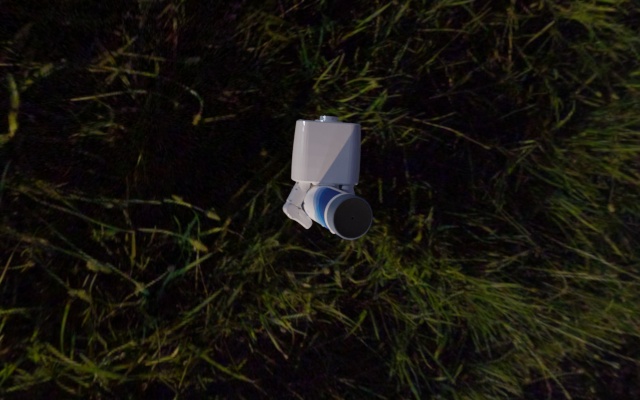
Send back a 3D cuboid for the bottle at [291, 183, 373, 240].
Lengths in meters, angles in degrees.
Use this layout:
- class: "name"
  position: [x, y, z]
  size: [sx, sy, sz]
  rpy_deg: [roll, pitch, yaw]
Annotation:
- class: "bottle"
  position: [0.000, 0.003, 0.851]
  size: [0.069, 0.069, 0.295]
  rpy_deg: [0, 9, -19]
